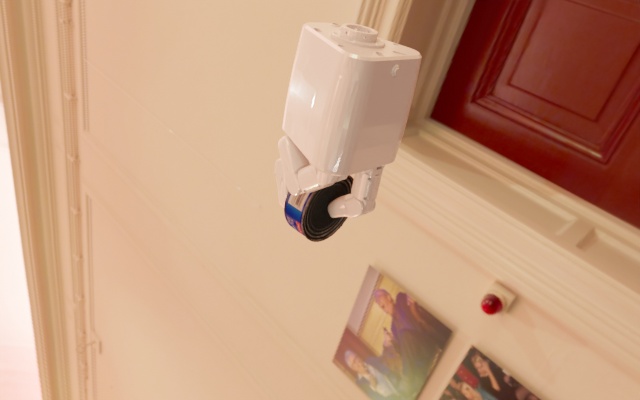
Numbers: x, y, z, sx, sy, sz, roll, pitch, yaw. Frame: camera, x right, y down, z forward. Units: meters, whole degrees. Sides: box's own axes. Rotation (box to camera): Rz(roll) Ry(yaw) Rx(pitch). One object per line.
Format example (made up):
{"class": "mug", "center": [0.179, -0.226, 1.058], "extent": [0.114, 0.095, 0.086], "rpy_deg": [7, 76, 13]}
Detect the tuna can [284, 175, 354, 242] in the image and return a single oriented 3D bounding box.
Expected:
{"class": "tuna can", "center": [0.000, 0.002, 0.542], "extent": [0.033, 0.086, 0.086], "rpy_deg": [32, 19, 34]}
